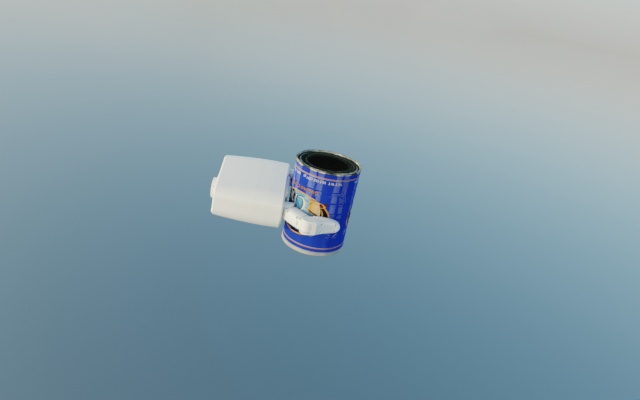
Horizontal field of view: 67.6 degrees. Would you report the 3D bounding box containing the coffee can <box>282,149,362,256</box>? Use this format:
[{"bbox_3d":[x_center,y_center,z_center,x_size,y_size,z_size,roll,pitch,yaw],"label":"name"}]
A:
[{"bbox_3d":[0.000,0.003,0.756,0.103,0.140,0.102,10,24,-4],"label":"coffee can"}]
